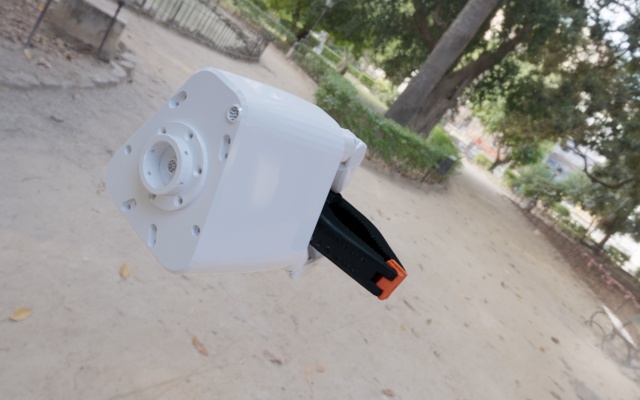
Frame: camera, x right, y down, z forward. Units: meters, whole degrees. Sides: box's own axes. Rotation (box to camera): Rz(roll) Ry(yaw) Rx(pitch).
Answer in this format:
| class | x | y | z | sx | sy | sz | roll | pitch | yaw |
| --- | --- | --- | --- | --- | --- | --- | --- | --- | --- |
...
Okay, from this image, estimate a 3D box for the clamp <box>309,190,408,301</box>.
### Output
| class | x | y | z | sx | sy | sz | roll | pitch | yaw |
| --- | --- | --- | --- | --- | --- | --- | --- | --- | --- |
| clamp | 0.001 | 0.001 | 0.427 | 0.210 | 0.036 | 0.164 | 44 | 18 | 24 |
